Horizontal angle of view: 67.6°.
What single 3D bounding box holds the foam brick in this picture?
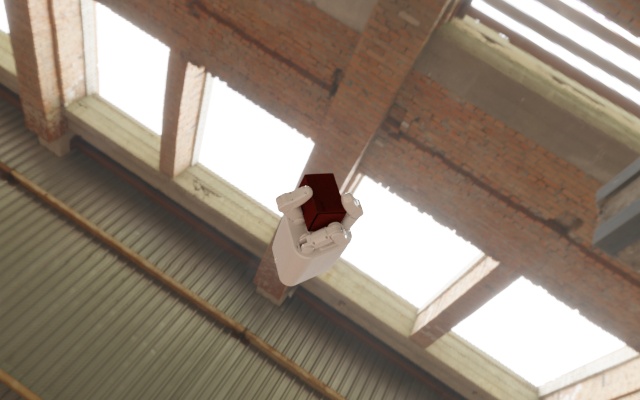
[{"bbox_3d":[0.000,0.002,0.757,0.053,0.078,0.051,-2,-35,-24],"label":"foam brick"}]
